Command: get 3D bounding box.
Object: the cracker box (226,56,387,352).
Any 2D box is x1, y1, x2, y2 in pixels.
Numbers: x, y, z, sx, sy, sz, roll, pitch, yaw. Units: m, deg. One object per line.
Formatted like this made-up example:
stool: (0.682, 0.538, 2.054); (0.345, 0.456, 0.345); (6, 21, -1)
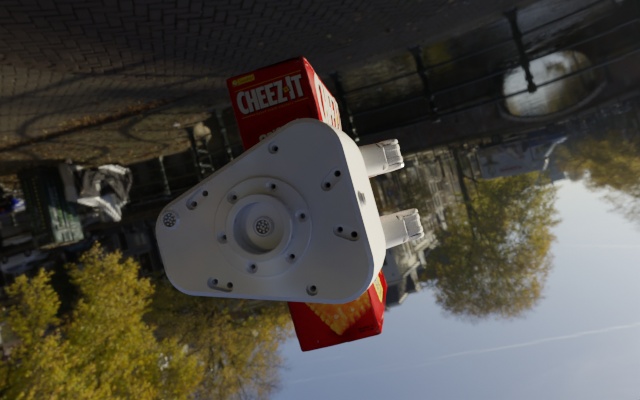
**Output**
cracker box: (0.000, 0.002, 0.428); (0.072, 0.213, 0.164); (-15, -1, 9)
